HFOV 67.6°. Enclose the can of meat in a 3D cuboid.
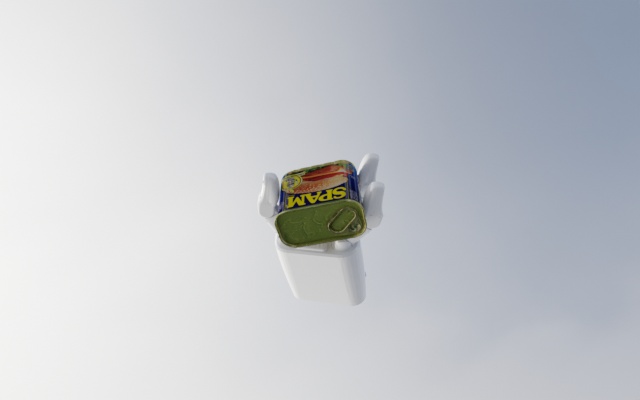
[{"bbox_3d":[0.000,0.002,0.567,0.102,0.057,0.083,-11,38,8],"label":"can of meat"}]
